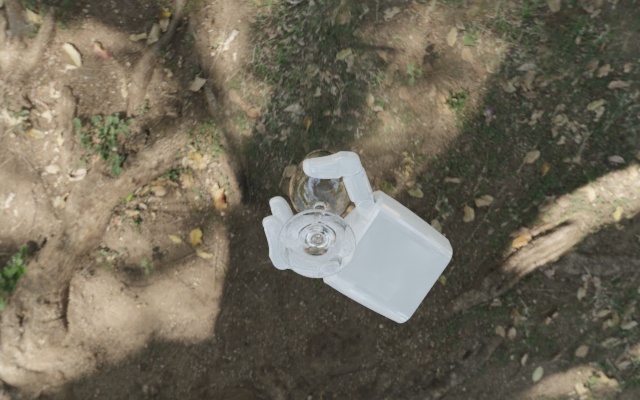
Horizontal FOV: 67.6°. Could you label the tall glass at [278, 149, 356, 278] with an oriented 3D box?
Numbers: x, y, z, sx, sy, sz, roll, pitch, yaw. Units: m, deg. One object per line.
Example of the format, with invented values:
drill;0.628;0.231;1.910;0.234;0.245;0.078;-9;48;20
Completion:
tall glass;0.000;0.002;0.542;0.079;0.079;0.201;0;25;2
